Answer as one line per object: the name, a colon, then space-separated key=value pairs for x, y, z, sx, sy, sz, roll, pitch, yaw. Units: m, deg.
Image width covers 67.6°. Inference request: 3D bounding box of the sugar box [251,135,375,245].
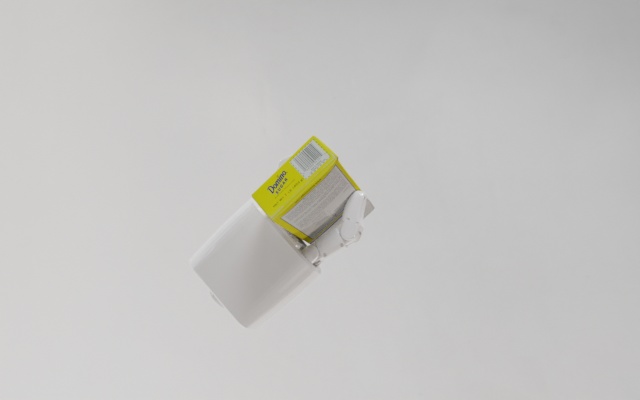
sugar box: x=0.000 y=0.002 z=0.557 sx=0.048 sy=0.093 sz=0.176 roll=48 pitch=1 yaw=23
